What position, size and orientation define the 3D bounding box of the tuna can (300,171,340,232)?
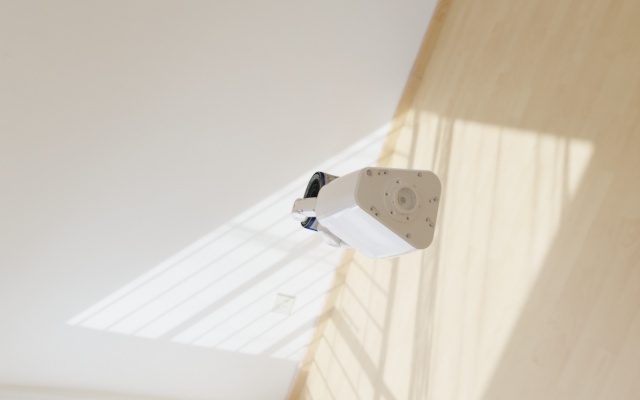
[{"bbox_3d":[0.000,0.002,0.680,0.034,0.086,0.086,15,-5,-16],"label":"tuna can"}]
